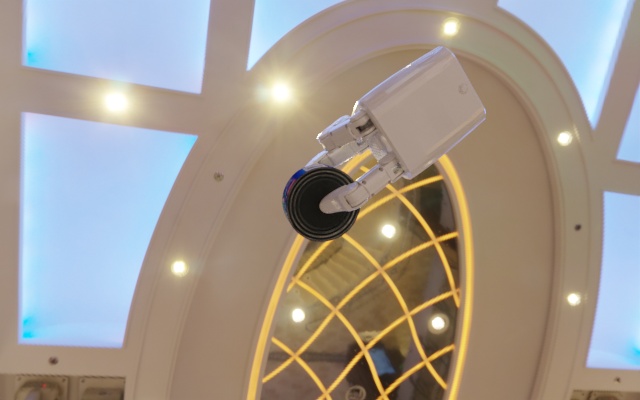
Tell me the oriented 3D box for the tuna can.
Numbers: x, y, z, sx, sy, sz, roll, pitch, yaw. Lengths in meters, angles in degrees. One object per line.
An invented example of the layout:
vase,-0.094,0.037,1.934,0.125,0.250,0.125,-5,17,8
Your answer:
tuna can,0.000,0.002,0.545,0.086,0.086,0.033,0,12,-15
